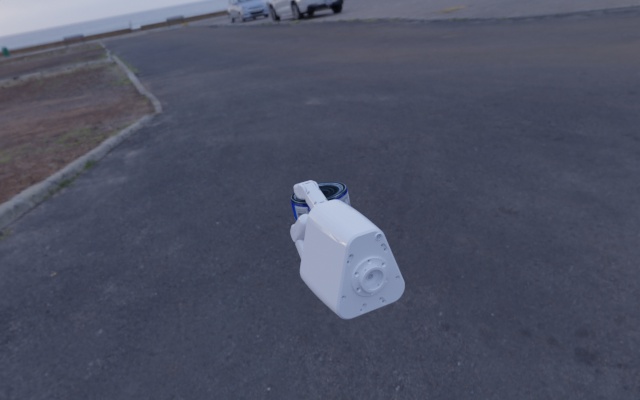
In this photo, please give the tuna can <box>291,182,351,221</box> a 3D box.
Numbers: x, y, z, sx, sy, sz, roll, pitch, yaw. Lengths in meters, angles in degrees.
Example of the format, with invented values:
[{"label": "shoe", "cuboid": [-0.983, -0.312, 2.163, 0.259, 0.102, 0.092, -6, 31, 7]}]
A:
[{"label": "tuna can", "cuboid": [0.000, 0.002, 0.701, 0.086, 0.034, 0.086, -11, 20, 4]}]
